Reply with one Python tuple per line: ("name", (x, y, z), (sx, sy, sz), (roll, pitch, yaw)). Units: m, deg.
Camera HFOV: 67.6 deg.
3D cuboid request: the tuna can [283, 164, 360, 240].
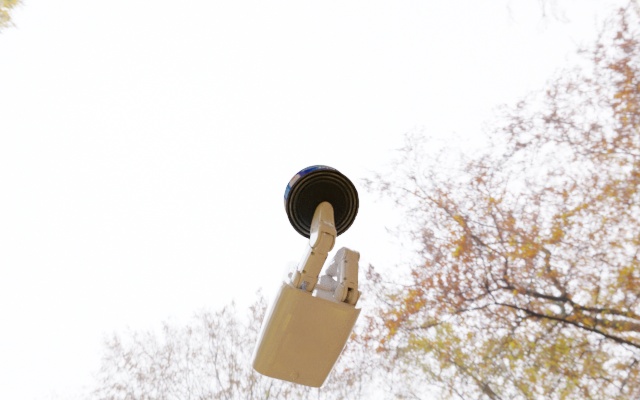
("tuna can", (0.000, 0.002, 0.555), (0.086, 0.086, 0.033), (0, 16, -12))
